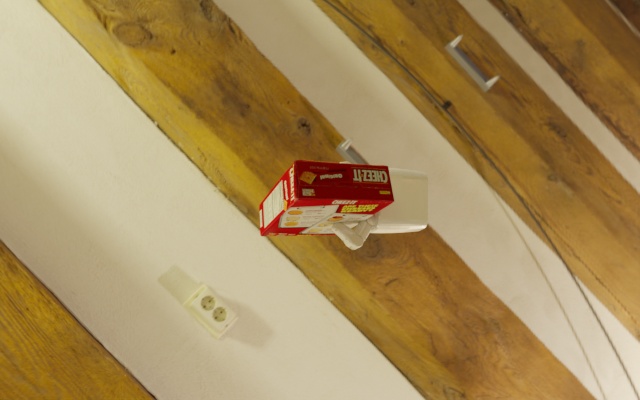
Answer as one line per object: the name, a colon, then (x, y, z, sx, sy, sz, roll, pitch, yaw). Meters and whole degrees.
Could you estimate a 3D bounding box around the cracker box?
cracker box: (0.000, 0.003, 0.815, 0.164, 0.072, 0.214, 1, -19, -22)
